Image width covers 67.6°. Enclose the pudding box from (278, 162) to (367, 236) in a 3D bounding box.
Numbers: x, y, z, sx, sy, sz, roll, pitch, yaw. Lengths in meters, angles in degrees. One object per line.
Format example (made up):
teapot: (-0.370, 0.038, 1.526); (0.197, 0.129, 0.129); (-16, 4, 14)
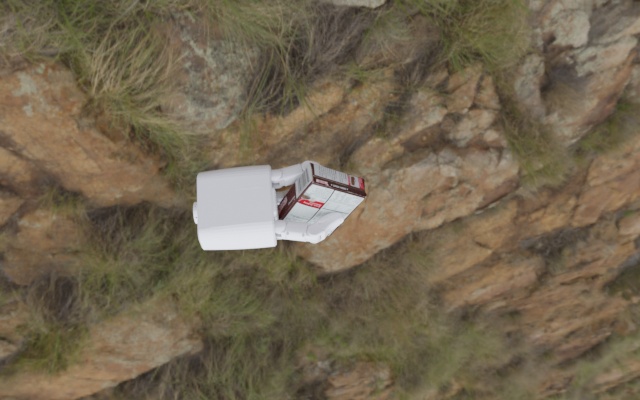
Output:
pudding box: (0.000, 0.002, 0.695); (0.090, 0.039, 0.113); (14, -39, -25)
